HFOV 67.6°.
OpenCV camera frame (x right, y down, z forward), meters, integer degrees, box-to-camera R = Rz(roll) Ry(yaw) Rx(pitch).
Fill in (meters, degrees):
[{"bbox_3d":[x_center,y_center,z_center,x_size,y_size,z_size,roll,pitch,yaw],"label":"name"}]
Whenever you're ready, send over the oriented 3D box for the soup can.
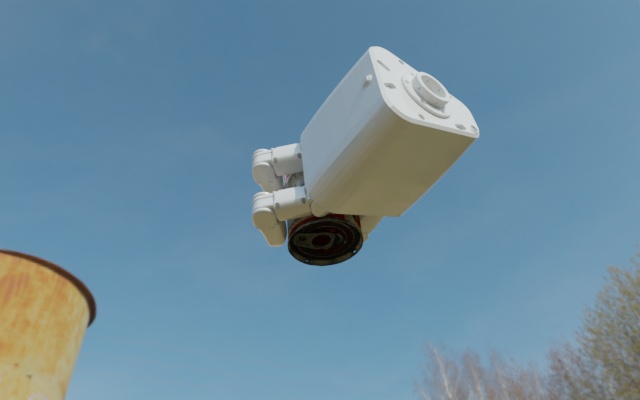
[{"bbox_3d":[0.000,0.002,0.457,0.068,0.102,0.069,-4,-42,-3],"label":"soup can"}]
